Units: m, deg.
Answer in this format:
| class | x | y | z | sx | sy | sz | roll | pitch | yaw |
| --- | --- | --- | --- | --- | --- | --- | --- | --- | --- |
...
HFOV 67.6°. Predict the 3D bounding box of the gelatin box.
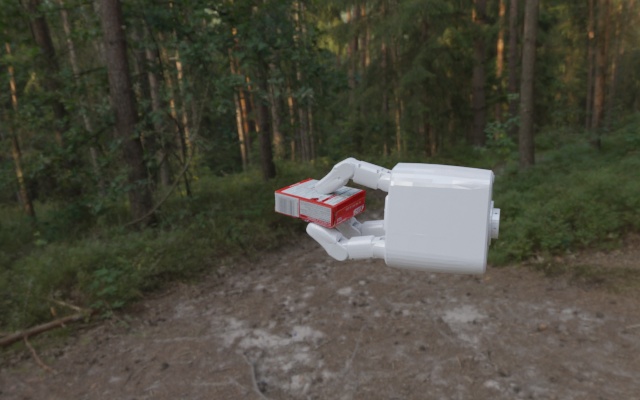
| class | x | y | z | sx | sy | sz | roll | pitch | yaw |
| --- | --- | --- | --- | --- | --- | --- | --- | --- | --- |
| gelatin box | 0.000 | 0.001 | 0.588 | 0.089 | 0.030 | 0.073 | 15 | 23 | 32 |
